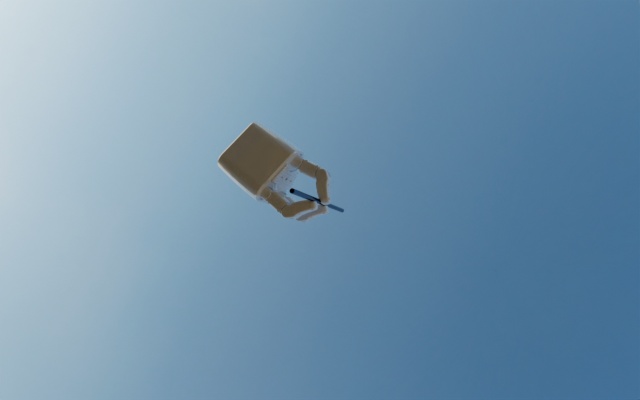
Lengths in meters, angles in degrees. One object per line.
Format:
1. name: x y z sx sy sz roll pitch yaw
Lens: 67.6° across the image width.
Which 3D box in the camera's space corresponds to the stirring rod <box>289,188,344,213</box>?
1. stirring rod: 0.000 0.003 0.795 0.011 0.011 0.239 0 -8 20
